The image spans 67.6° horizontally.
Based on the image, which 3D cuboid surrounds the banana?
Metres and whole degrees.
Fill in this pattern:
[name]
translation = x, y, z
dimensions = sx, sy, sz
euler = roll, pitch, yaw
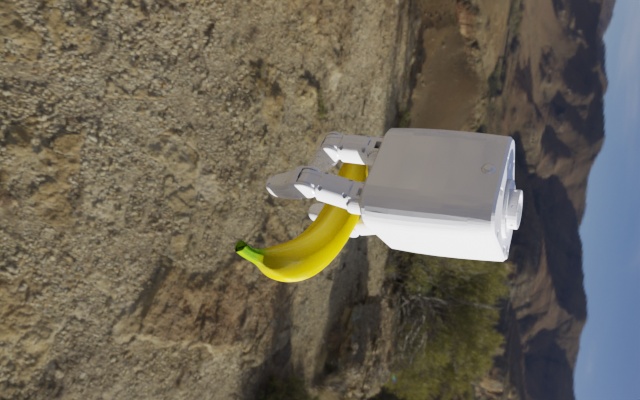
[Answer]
[banana]
translation = 0.003, 0.020, 0.455
dimensions = 0.037, 0.070, 0.197
euler = 2, 29, 36
